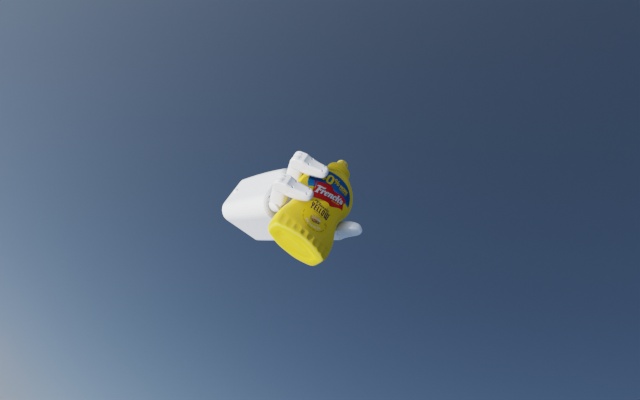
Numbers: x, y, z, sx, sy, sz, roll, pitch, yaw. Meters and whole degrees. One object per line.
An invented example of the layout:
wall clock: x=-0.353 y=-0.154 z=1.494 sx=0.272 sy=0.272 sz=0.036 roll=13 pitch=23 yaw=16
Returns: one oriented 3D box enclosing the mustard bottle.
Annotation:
mustard bottle: x=0.000 y=0.003 z=0.748 sx=0.096 sy=0.191 sz=0.058 roll=39 pitch=-40 yaw=-10
